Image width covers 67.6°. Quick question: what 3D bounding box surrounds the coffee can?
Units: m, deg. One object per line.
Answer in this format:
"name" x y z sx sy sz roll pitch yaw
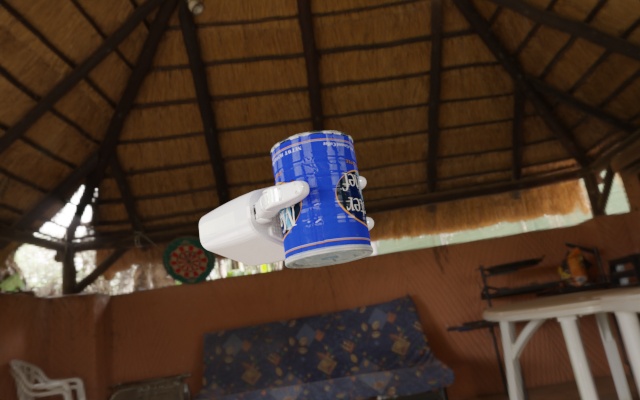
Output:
"coffee can" 0.000 0.002 0.567 0.103 0.140 0.103 -8 -15 -2
